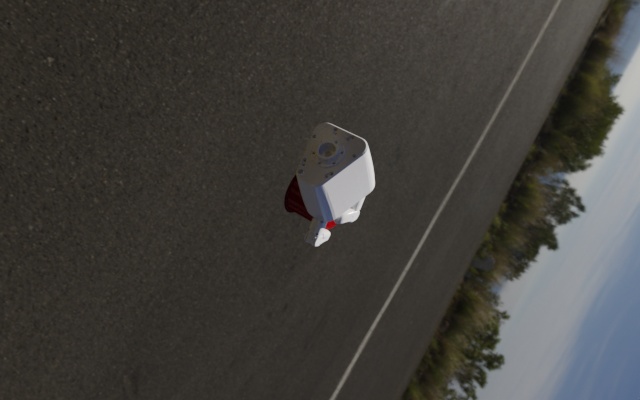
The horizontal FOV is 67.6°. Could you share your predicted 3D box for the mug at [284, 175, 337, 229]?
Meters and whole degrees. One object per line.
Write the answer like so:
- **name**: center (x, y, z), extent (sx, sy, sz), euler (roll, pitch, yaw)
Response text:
- **mug**: center (0.001, 0.004, 0.830), extent (0.081, 0.093, 0.117), euler (29, -19, 24)
